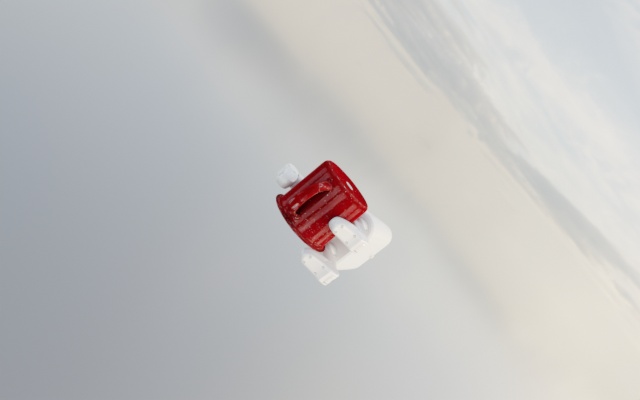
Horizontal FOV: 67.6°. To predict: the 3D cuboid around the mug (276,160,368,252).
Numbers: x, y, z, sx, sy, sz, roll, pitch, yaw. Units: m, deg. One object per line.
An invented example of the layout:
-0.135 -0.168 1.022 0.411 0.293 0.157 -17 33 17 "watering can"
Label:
0.000 0.001 0.586 0.081 0.093 0.117 -39 -22 12 "mug"
